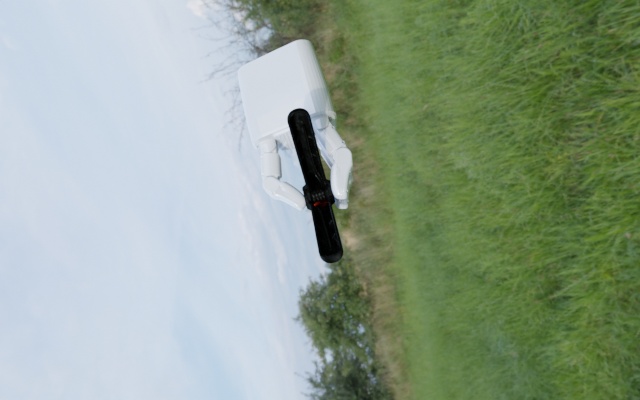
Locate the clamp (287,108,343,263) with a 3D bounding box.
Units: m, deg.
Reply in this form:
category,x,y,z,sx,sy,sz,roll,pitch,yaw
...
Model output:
category,x,y,z,sx,sy,sz,roll,pitch,yaw
clamp,-0.001,0.002,0.575,0.036,0.164,0.210,-13,-13,1
